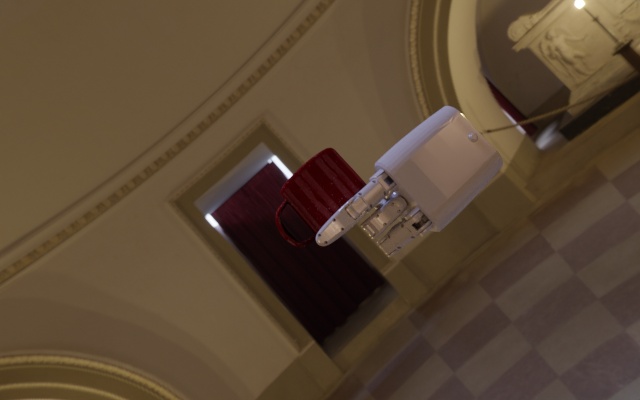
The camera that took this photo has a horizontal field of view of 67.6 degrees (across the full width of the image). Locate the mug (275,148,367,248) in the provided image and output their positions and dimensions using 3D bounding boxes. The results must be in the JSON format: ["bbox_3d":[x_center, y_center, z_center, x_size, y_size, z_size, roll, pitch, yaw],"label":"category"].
[{"bbox_3d":[-0.001,0.003,0.546,0.117,0.081,0.093,-41,-4,-9],"label":"mug"}]
